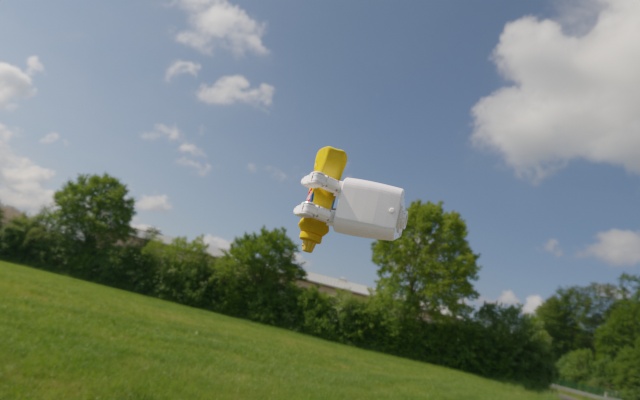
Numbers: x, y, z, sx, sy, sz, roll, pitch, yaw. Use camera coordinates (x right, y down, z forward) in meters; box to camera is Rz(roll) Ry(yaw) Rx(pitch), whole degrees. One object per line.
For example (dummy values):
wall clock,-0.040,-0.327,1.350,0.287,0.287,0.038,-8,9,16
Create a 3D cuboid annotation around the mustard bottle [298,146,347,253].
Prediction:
mustard bottle,0.000,0.003,0.883,0.058,0.191,0.096,16,-14,-7
